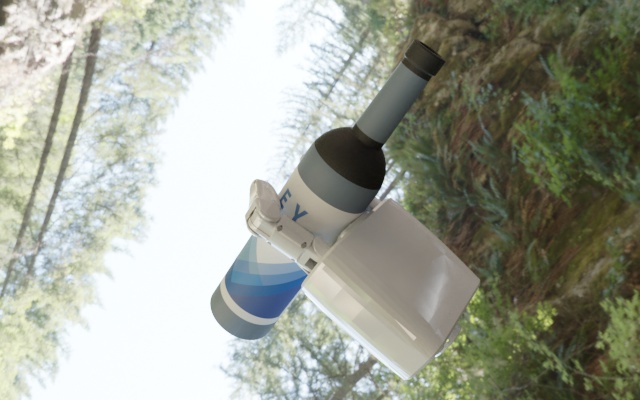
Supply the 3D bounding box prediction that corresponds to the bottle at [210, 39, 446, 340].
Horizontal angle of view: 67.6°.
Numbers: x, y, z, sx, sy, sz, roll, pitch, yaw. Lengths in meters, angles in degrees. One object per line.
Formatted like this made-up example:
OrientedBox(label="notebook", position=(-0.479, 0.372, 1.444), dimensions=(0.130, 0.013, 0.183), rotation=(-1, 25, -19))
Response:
OrientedBox(label="bottle", position=(0.000, 0.001, 0.400), dimensions=(0.069, 0.296, 0.069), rotation=(28, 27, -16))
